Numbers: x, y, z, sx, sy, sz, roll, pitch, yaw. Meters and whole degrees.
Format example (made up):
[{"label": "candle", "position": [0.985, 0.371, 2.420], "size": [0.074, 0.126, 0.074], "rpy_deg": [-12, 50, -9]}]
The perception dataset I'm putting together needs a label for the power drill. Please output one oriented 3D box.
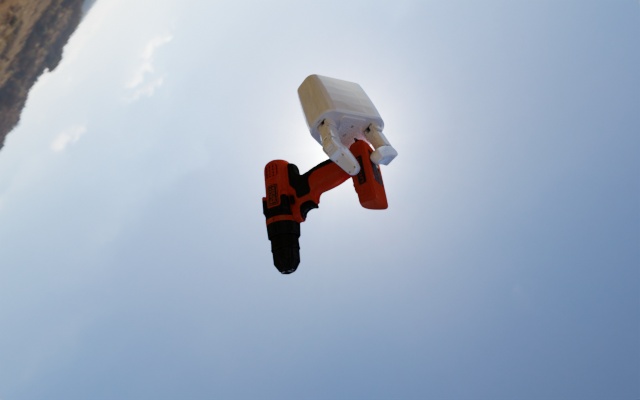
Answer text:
[{"label": "power drill", "position": [0.001, 0.002, 0.700], "size": [0.188, 0.184, 0.057], "rpy_deg": [-18, -24, 22]}]
